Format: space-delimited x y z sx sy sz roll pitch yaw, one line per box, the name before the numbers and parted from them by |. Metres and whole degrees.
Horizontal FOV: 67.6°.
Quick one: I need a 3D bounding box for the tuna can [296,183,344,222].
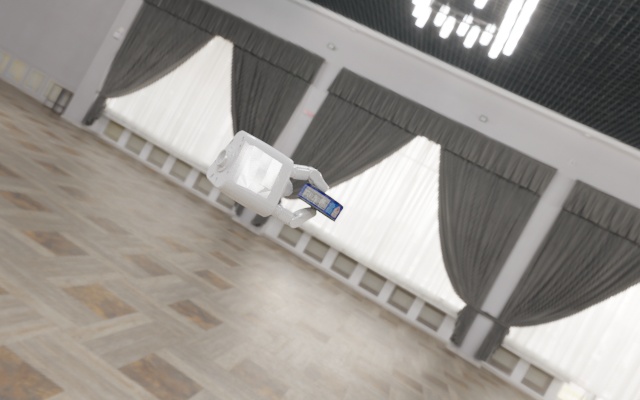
tuna can | 0.000 0.002 0.881 0.086 0.034 0.086 34 -3 2
